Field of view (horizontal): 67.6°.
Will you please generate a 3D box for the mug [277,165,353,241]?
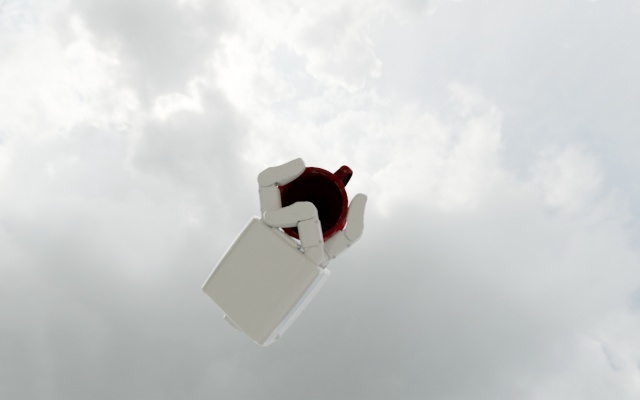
[{"bbox_3d":[0.001,0.001,0.618,0.093,0.117,0.081,38,-4,13],"label":"mug"}]
